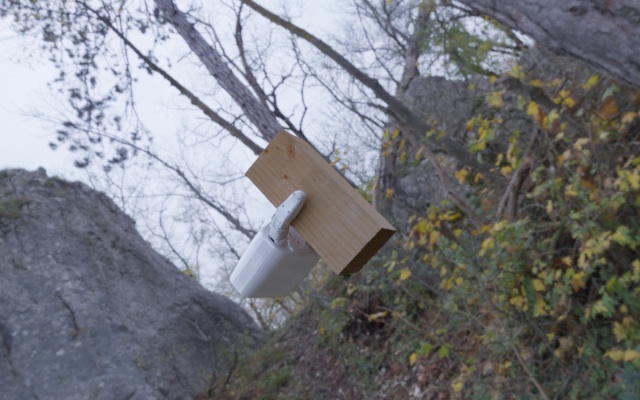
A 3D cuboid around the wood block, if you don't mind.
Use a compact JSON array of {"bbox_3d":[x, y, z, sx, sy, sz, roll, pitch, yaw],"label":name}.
[{"bbox_3d":[0.000,0.002,0.696,0.206,0.090,0.091,45,12,19],"label":"wood block"}]
